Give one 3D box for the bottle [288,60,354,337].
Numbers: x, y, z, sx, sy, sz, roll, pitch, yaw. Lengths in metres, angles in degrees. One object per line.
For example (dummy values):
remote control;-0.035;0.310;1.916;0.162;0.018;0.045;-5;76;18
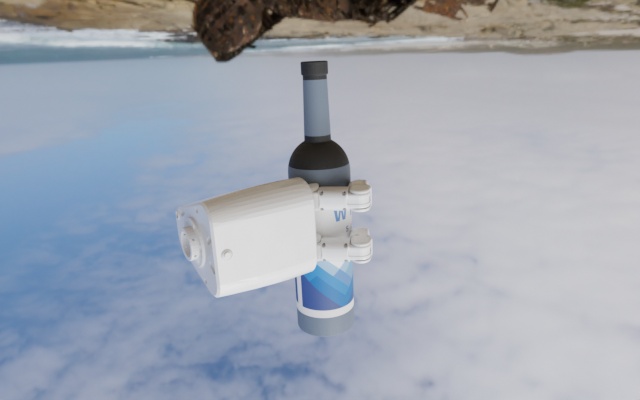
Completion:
bottle;0.000;0.002;0.519;0.069;0.296;0.069;-2;17;1
